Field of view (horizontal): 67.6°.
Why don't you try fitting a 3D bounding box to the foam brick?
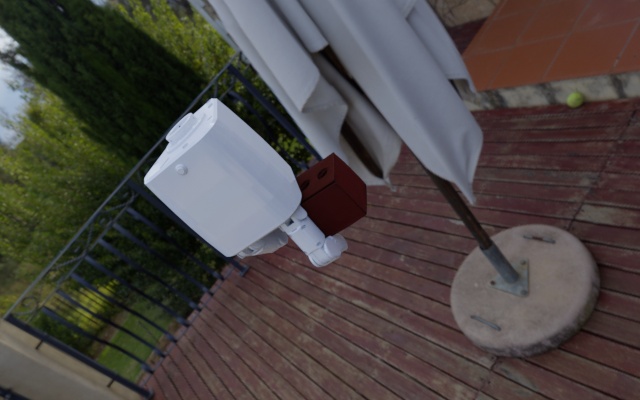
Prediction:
[{"bbox_3d":[0.000,0.001,0.469,0.078,0.051,0.053,-33,27,23],"label":"foam brick"}]
